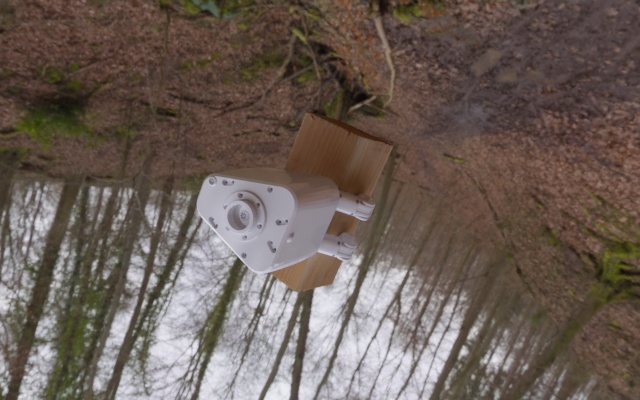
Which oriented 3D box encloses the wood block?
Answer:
[{"bbox_3d":[0.000,0.002,0.619,0.090,0.206,0.090,31,16,29],"label":"wood block"}]
